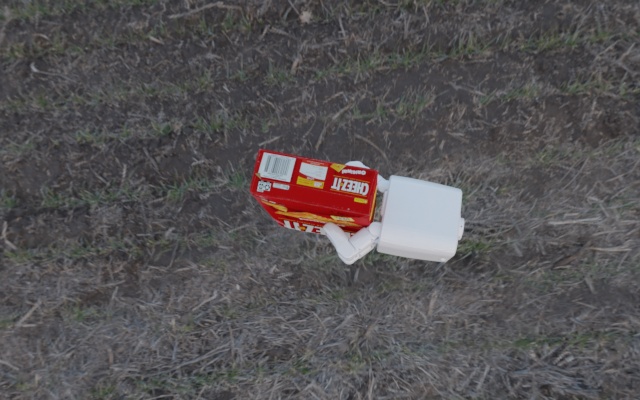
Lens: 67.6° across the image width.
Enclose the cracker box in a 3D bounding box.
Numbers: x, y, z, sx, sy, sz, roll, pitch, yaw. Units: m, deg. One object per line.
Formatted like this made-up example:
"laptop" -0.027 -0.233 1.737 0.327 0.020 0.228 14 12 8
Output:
"cracker box" 0.000 0.002 0.716 0.164 0.072 0.214 11 -13 8
